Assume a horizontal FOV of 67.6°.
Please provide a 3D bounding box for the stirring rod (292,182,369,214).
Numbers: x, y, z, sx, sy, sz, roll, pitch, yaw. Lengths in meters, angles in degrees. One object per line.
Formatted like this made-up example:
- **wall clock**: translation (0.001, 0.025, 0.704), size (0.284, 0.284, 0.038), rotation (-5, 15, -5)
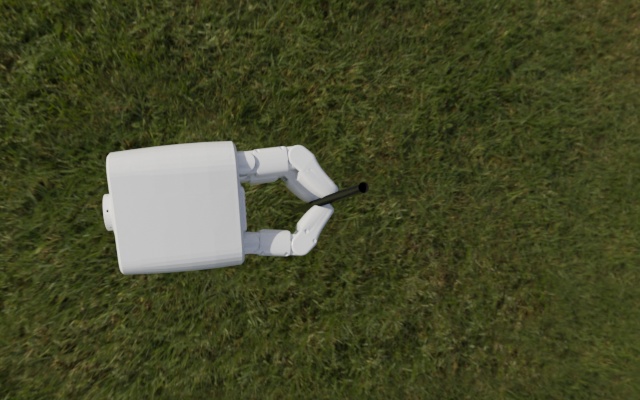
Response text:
- **stirring rod**: translation (0.000, 0.002, 0.458), size (0.011, 0.011, 0.239), rotation (0, -5, -15)
